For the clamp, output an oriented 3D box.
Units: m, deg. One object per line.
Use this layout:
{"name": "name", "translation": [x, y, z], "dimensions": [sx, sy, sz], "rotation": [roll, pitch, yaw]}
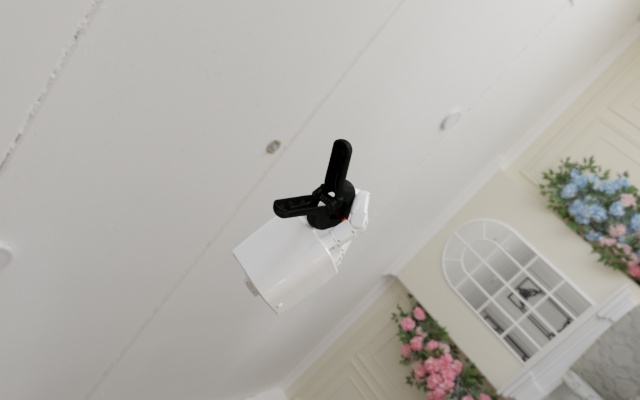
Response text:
{"name": "clamp", "translation": [0.000, 0.002, 0.619], "dimensions": [0.120, 0.039, 0.172], "rotation": [-36, -28, -9]}
